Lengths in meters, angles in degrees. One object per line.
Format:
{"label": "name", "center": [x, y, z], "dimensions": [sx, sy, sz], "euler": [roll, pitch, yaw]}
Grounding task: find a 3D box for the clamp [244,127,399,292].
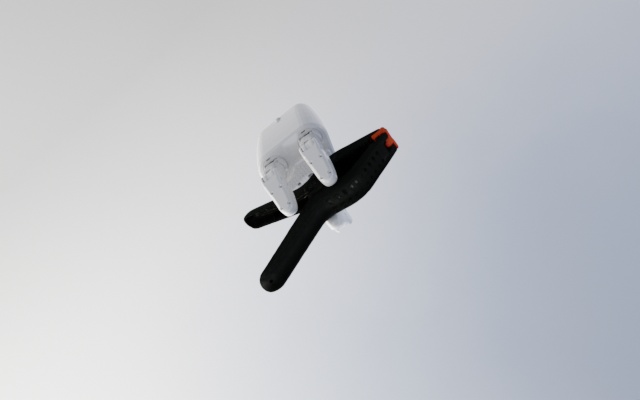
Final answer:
{"label": "clamp", "center": [0.001, 0.002, 0.527], "dimensions": [0.210, 0.036, 0.164], "euler": [-37, 28, 10]}
